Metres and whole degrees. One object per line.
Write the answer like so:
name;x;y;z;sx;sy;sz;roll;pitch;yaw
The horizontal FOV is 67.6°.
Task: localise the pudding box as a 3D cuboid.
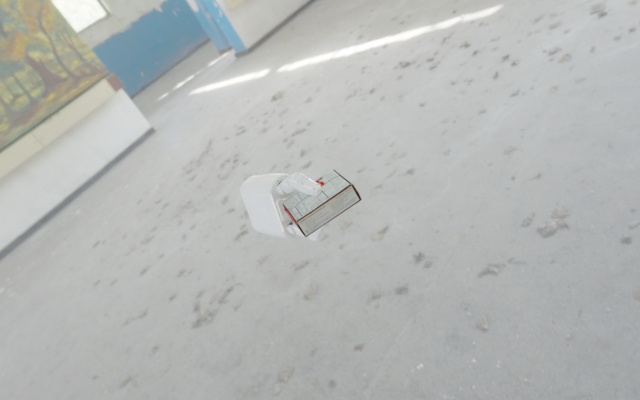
pudding box;0.000;0.002;0.795;0.113;0.039;0.090;-35;28;-4
